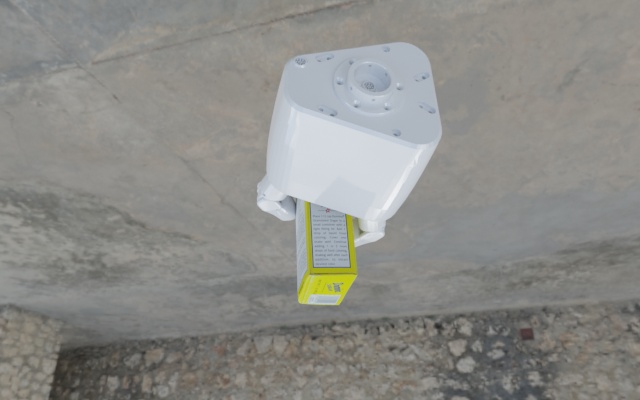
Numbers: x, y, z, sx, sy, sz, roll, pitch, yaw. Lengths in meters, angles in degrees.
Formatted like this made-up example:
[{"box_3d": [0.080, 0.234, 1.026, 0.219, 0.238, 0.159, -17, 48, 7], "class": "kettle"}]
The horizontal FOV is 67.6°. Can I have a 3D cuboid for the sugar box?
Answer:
[{"box_3d": [0.001, 0.002, 0.453, 0.048, 0.176, 0.093, 3, -27, -8], "class": "sugar box"}]
